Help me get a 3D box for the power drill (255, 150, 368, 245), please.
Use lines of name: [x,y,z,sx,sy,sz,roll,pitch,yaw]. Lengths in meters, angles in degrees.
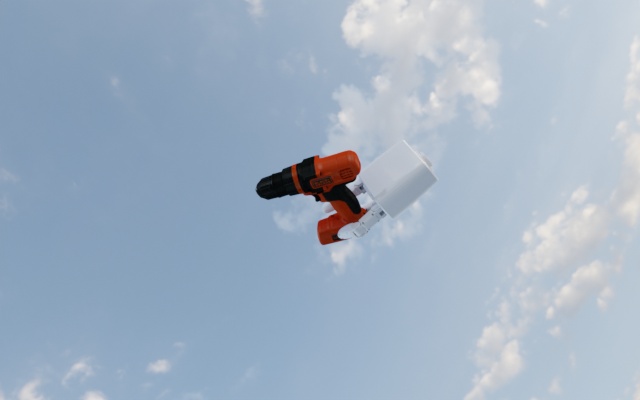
power drill: [0.001,0.003,0.849,0.184,0.057,0.188,-15,-42,13]
